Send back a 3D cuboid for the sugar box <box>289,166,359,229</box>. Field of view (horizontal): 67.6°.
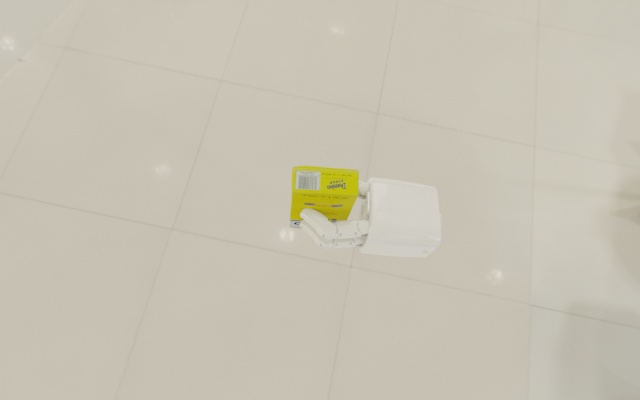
[{"bbox_3d":[0.000,0.003,0.728,0.093,0.048,0.176,4,-22,-3],"label":"sugar box"}]
